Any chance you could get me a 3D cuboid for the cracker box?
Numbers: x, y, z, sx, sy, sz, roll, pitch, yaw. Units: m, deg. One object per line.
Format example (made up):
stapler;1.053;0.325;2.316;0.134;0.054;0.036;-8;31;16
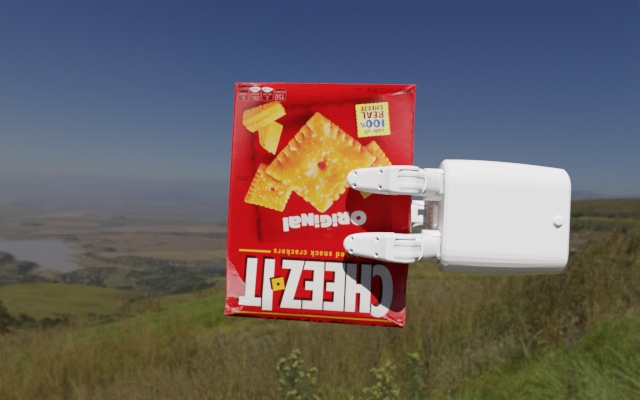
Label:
cracker box;0.000;0.001;0.445;0.164;0.213;0.072;3;-1;5
